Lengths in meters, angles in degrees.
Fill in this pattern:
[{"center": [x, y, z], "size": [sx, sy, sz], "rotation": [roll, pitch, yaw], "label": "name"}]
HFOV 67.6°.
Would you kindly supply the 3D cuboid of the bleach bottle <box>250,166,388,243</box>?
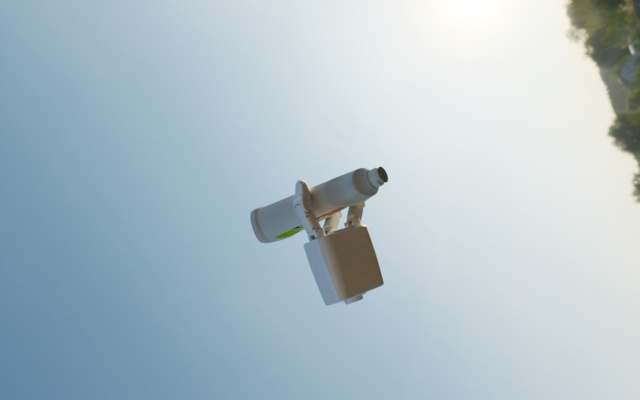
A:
[{"center": [0.000, 0.003, 0.814], "size": [0.251, 0.068, 0.102], "rotation": [-25, -10, 35], "label": "bleach bottle"}]
